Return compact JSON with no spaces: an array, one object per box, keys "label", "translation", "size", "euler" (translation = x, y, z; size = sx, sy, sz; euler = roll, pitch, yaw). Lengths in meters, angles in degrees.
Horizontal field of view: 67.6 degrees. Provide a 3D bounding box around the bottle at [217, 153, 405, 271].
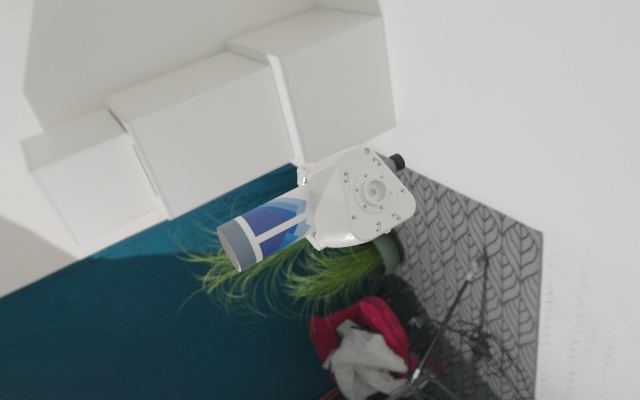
[{"label":"bottle","translation":[0.000,0.002,0.685],"size":[0.295,0.069,0.069],"euler":[-27,10,-21]}]
